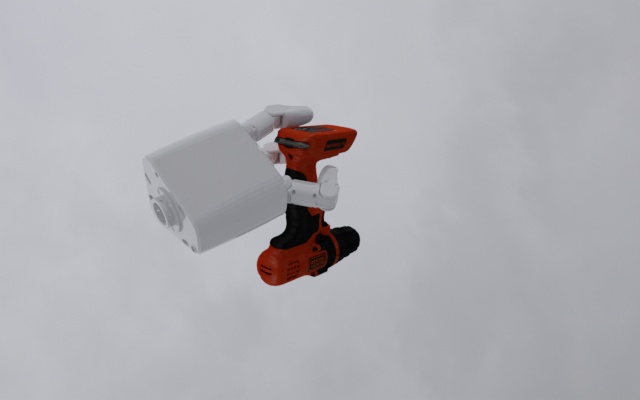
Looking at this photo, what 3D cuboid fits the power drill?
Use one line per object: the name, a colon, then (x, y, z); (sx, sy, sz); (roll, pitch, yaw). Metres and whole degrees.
power drill: (0.000, 0.002, 0.598); (0.057, 0.188, 0.184); (14, 17, 34)
